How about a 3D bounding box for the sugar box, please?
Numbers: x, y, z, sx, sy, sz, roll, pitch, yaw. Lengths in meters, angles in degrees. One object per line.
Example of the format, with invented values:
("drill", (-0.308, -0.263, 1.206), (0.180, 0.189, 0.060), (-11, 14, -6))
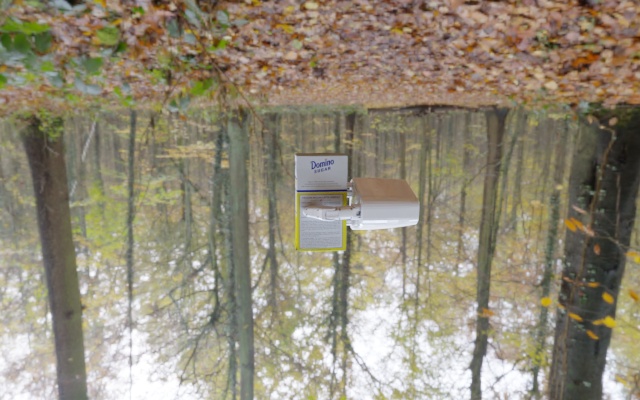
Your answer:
("sugar box", (0.000, 0.003, 0.864), (0.093, 0.176, 0.048), (0, 10, -7))
